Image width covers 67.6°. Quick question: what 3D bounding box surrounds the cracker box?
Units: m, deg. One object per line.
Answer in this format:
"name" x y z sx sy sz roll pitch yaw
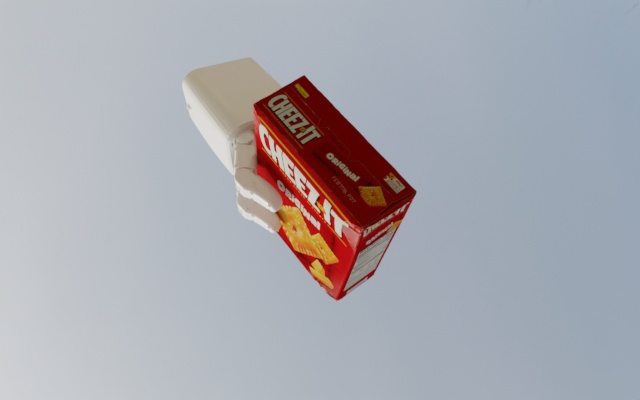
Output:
"cracker box" 0.000 0.002 0.517 0.072 0.164 0.214 -34 -20 -20
